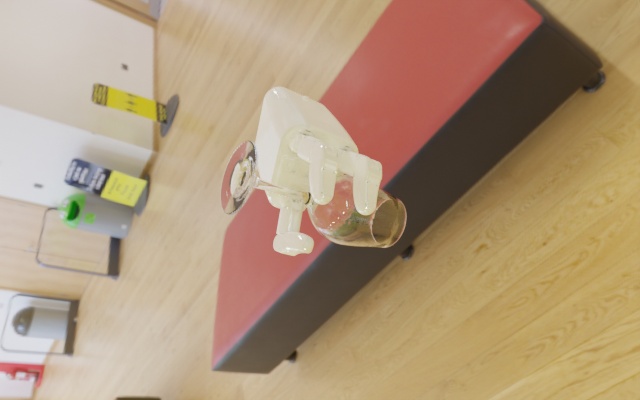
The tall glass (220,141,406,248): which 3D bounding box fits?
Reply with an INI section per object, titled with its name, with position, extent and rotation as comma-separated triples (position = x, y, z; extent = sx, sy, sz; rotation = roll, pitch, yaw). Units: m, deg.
[tall glass]
position = 0.000, 0.002, 0.513
extent = 0.201, 0.079, 0.079
rotation = 17, -9, -32
